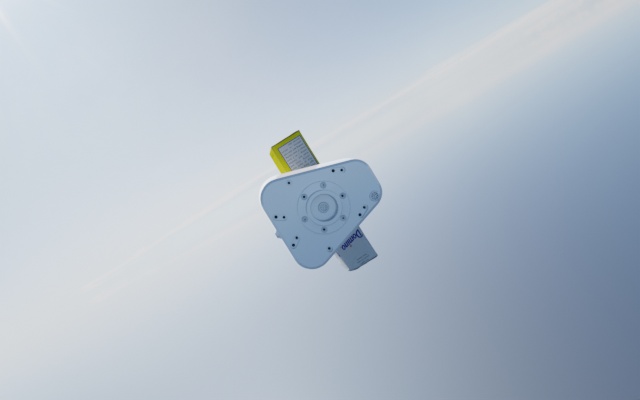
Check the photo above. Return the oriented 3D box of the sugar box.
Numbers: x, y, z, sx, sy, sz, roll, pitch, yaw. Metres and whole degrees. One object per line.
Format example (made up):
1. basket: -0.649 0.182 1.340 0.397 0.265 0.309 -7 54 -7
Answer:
1. sugar box: 0.000 0.002 0.598 0.048 0.176 0.093 -31 3 -5
